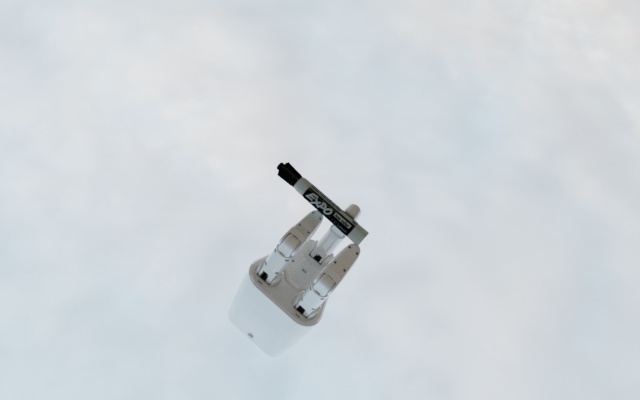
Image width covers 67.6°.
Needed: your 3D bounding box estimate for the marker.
[{"bbox_3d":[0.000,0.002,0.507,0.121,0.020,0.020,41,6,7],"label":"marker"}]
